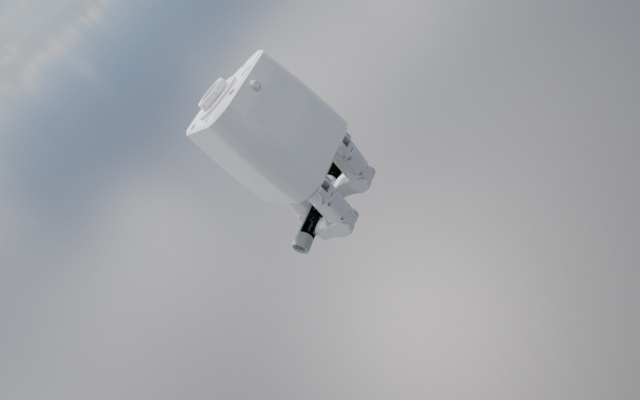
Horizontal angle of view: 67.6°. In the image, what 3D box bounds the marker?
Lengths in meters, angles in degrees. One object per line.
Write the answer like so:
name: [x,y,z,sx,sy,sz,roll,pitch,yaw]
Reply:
marker: [0.000,0.002,0.512,0.020,0.121,0.020,17,-31,11]
